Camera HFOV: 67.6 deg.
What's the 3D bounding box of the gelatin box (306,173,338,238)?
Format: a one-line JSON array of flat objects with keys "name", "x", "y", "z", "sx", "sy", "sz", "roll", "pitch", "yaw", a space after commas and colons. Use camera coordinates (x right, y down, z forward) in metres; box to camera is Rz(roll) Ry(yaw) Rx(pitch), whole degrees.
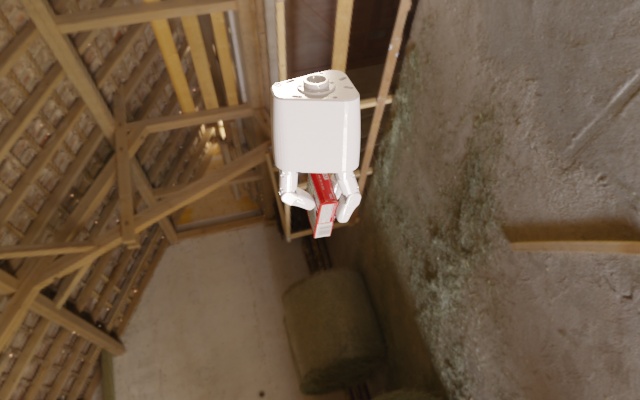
[{"name": "gelatin box", "x": 0.000, "y": 0.003, "z": 0.733, "sx": 0.030, "sy": 0.073, "sz": 0.089, "roll": -6, "pitch": -38, "yaw": -14}]
